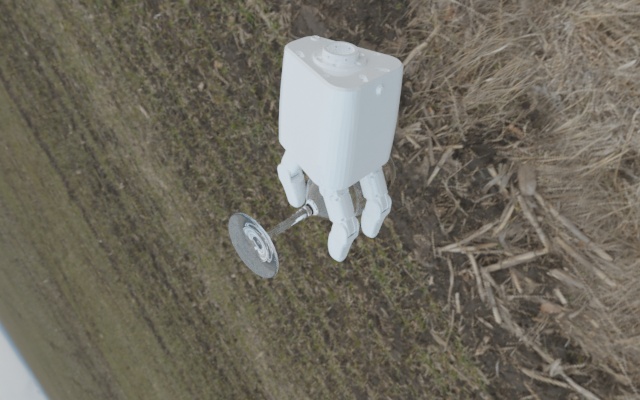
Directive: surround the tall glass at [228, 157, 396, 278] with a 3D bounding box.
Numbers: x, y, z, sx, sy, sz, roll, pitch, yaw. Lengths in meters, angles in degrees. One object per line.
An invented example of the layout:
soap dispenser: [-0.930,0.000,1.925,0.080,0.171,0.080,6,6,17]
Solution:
tall glass: [0.000,0.002,0.531,0.201,0.079,0.079,-33,20,-36]
